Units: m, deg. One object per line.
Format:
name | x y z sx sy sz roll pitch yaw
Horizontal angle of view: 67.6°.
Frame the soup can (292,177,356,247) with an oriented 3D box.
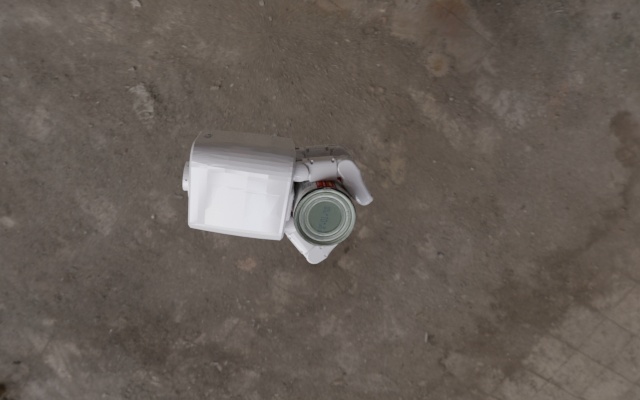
soup can | 0.001 0.002 0.540 0.068 0.068 0.102 0 19 -6
